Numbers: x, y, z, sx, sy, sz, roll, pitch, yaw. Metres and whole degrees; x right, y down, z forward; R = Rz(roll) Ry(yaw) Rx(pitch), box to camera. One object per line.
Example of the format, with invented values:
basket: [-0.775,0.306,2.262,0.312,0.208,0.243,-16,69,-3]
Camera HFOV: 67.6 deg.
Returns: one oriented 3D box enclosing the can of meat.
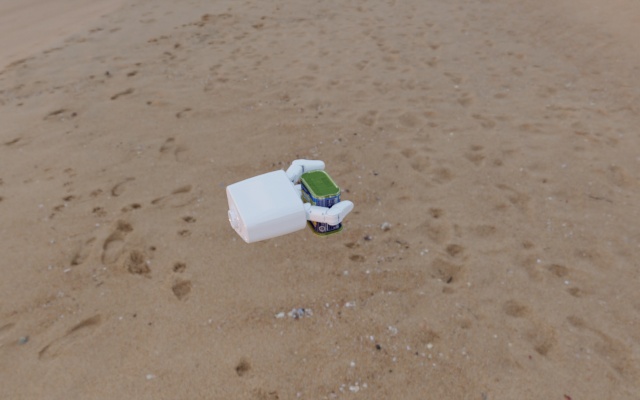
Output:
can of meat: [0.000,0.003,0.866,0.057,0.084,0.102,-14,34,-16]
